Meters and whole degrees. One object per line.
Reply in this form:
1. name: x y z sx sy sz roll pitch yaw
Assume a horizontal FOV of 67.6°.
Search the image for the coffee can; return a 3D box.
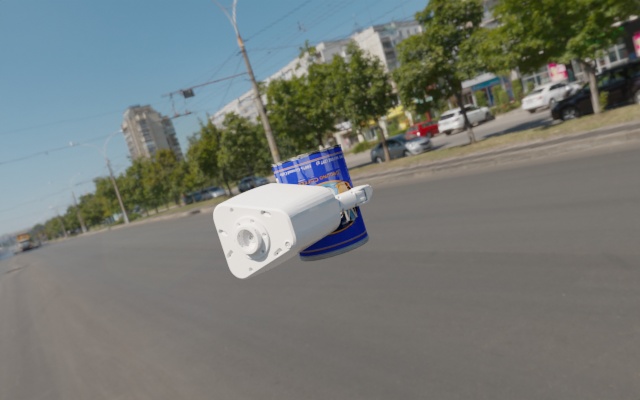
1. coffee can: 0.000 0.002 0.673 0.103 0.140 0.103 -17 5 1
